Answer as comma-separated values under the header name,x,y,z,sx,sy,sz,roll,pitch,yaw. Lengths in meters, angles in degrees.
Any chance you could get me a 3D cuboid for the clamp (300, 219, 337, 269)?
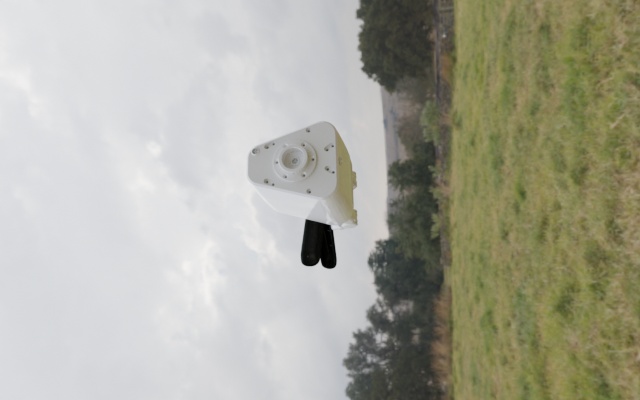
name,x,y,z,sx,sy,sz,roll,pitch,yaw
clamp,-0.001,0.002,0.695,0.036,0.210,0.165,-3,-16,9
